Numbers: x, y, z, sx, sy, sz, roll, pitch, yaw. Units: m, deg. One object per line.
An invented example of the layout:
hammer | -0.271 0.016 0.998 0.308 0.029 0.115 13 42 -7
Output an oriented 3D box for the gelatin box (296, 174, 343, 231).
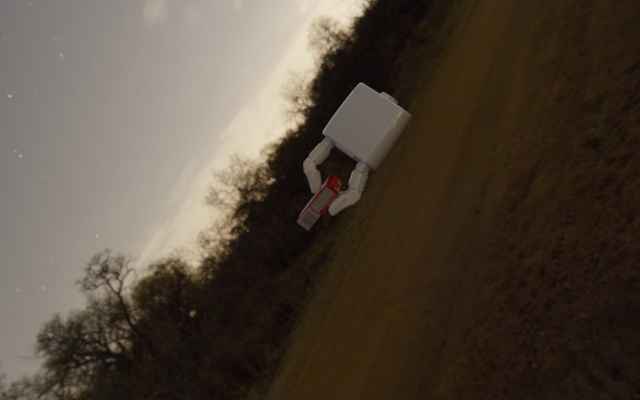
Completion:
gelatin box | 0.000 0.003 0.830 0.030 0.089 0.073 38 18 -4
